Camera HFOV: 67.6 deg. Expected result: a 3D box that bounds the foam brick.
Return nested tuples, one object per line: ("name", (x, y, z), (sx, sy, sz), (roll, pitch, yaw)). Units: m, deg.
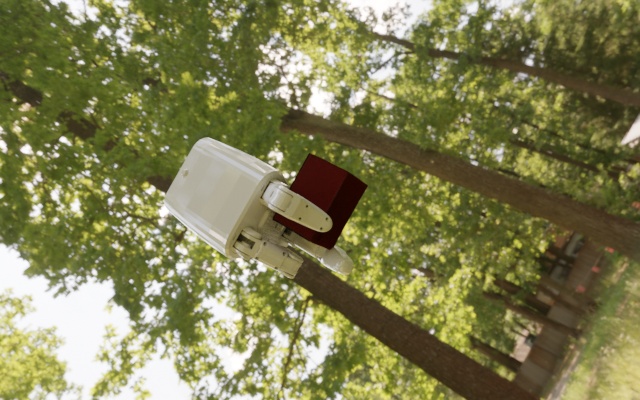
("foam brick", (0.000, 0.001, 0.477), (0.051, 0.078, 0.053), (29, -1, 30))
